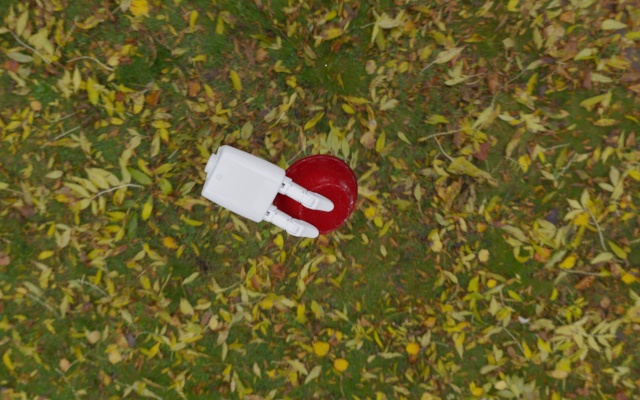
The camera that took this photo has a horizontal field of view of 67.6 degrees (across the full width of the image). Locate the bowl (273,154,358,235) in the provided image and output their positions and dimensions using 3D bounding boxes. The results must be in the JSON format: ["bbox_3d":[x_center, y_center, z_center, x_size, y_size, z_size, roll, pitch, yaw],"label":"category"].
[{"bbox_3d":[0.001,0.003,0.842,0.162,0.162,0.055,0,25,-20],"label":"bowl"}]
